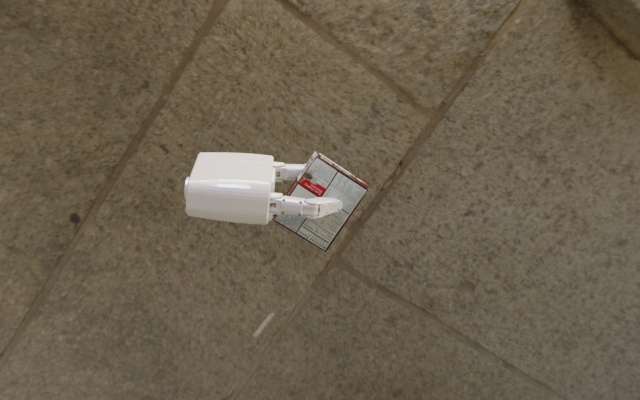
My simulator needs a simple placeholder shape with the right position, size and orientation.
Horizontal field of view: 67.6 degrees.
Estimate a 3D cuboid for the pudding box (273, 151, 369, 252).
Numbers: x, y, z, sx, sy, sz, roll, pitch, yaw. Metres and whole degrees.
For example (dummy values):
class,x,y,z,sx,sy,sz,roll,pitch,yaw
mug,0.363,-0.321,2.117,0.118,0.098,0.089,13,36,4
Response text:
class,x,y,z,sx,sy,sz,roll,pitch,yaw
pudding box,0.000,0.002,0.668,0.090,0.113,0.039,32,12,-10
